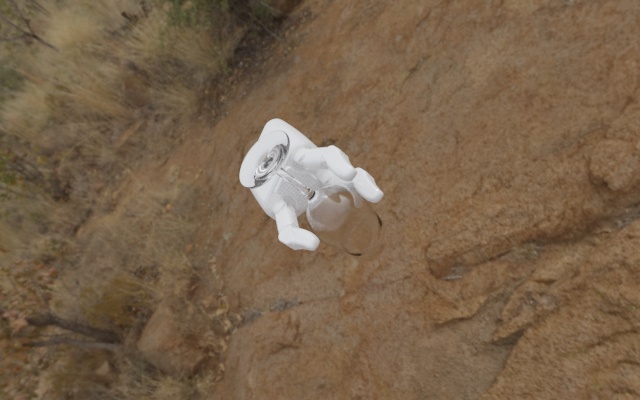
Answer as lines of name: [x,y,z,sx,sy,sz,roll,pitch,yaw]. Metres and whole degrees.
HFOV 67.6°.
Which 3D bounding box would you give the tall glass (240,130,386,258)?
tall glass: [0.000,0.002,0.579,0.079,0.079,0.201,0,-29,45]
